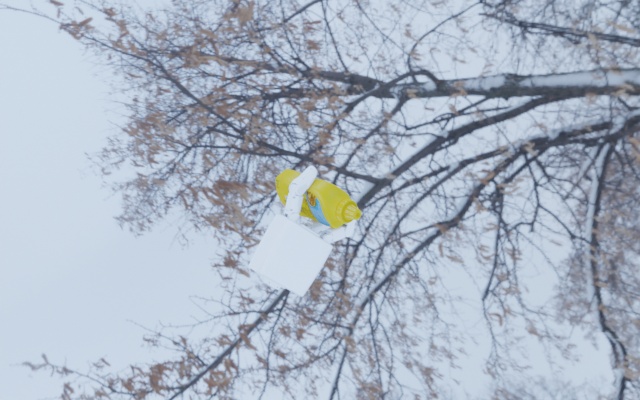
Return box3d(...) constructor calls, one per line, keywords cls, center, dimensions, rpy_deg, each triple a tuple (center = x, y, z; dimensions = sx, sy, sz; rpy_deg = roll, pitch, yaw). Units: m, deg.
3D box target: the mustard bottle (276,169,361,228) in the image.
box3d(cls="mustard bottle", center=(0.000, 0.003, 0.866), dimensions=(0.058, 0.096, 0.191), rpy_deg=(-41, 36, -25))
